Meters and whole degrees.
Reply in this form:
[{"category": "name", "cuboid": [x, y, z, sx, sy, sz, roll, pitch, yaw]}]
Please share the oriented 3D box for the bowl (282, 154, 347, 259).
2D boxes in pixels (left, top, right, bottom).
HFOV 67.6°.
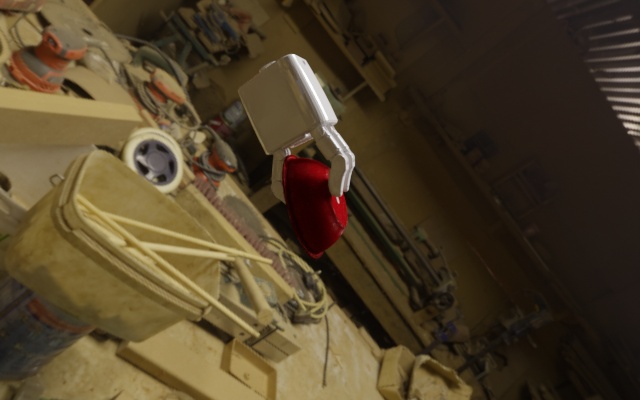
[{"category": "bowl", "cuboid": [0.001, 0.003, 0.710, 0.055, 0.162, 0.162, -15, -4, 15]}]
